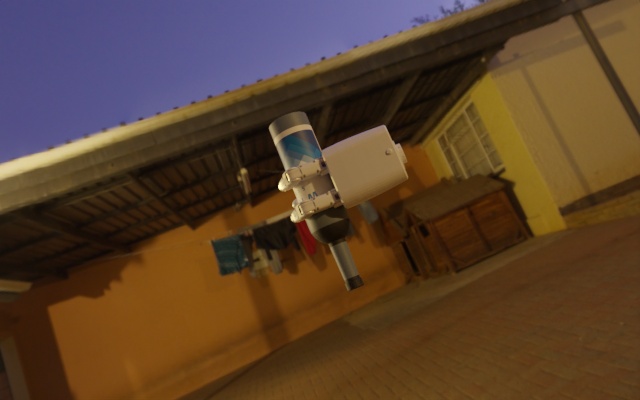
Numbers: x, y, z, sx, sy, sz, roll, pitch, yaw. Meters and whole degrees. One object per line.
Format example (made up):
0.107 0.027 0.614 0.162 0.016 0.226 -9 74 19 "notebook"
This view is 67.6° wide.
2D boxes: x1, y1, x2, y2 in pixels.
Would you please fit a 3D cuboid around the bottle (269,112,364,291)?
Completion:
0.000 0.002 0.768 0.069 0.295 0.069 -22 -10 -4 "bottle"
